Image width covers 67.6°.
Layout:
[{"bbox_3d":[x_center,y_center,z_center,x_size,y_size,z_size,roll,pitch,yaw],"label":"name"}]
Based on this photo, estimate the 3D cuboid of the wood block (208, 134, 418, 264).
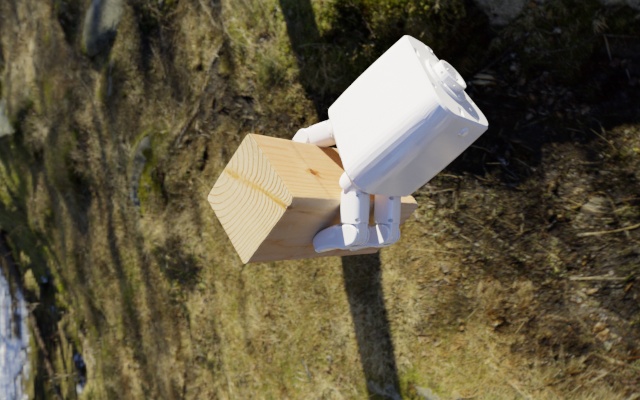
[{"bbox_3d":[0.000,0.001,0.515,0.206,0.090,0.090,3,-47,-48],"label":"wood block"}]
